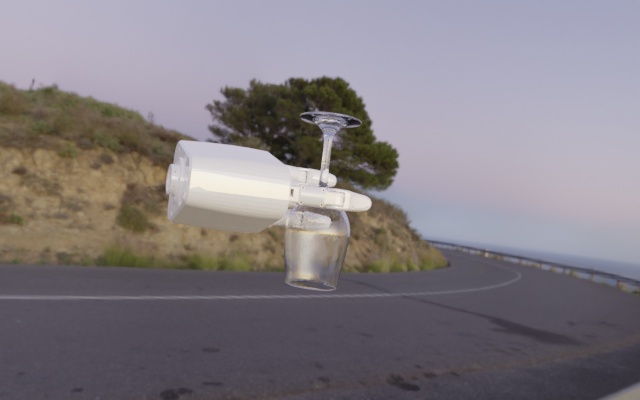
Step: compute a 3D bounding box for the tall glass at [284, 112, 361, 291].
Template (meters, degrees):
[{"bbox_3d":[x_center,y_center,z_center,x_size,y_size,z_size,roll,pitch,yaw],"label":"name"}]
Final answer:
[{"bbox_3d":[0.000,0.001,0.567,0.079,0.201,0.079,6,-2,0],"label":"tall glass"}]
